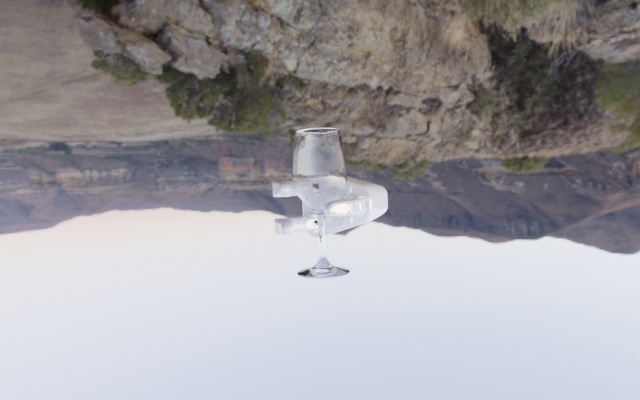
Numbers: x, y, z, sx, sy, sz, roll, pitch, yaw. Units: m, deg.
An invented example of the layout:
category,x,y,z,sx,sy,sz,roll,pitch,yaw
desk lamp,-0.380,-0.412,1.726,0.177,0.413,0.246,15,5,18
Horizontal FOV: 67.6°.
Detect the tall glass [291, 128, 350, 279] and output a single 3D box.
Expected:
category,x,y,z,sx,sy,sz,roll,pitch,yaw
tall glass,0.000,0.003,0.666,0.079,0.201,0.079,-3,3,0
